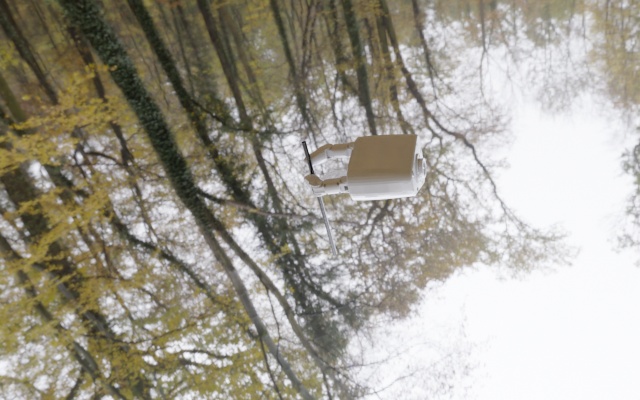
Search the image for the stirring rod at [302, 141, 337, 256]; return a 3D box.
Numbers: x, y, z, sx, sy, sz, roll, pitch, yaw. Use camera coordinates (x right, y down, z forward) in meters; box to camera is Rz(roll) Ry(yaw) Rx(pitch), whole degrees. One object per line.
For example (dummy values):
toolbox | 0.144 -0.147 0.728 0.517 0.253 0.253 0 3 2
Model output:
stirring rod | 0.000 0.003 0.860 0.011 0.240 0.011 -12 30 7
